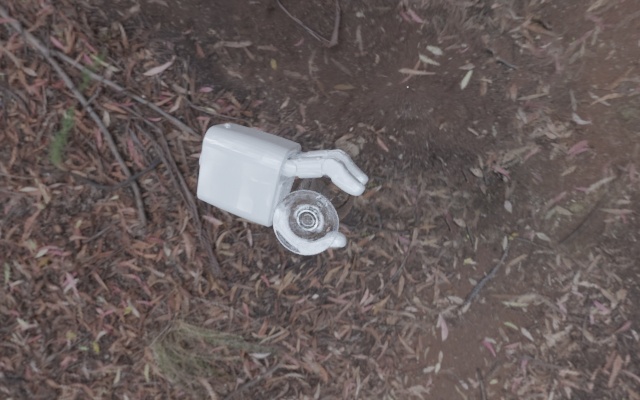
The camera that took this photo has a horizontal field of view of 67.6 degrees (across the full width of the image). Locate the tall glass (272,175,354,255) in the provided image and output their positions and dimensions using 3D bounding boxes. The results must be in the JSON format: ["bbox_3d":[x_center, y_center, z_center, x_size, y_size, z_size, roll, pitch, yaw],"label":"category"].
[{"bbox_3d":[0.000,0.002,0.614,0.079,0.079,0.201,0,13,10],"label":"tall glass"}]
